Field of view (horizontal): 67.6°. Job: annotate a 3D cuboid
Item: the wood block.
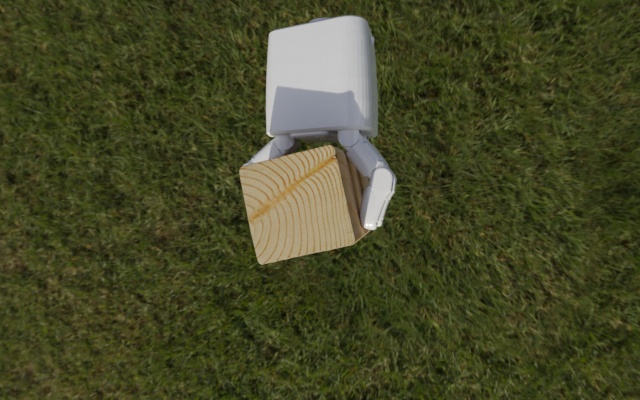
[{"bbox_3d":[0.000,0.001,0.510,0.091,0.090,0.206,-13,-1,13],"label":"wood block"}]
